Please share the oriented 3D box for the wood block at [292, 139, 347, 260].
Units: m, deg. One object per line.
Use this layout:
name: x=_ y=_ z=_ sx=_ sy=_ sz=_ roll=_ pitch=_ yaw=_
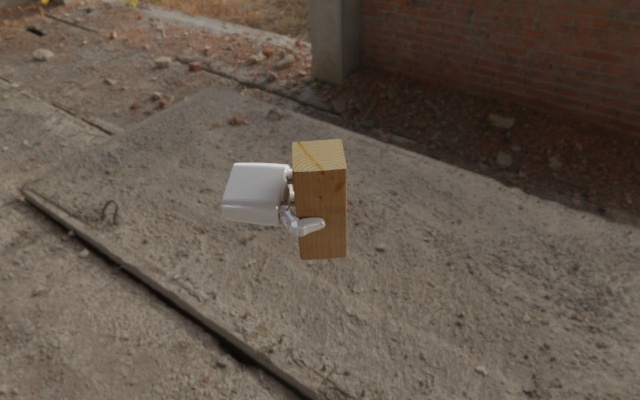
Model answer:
wood block: x=0.000 y=0.003 z=0.862 sx=0.090 sy=0.206 sz=0.090 roll=-4 pitch=40 yaw=-1
